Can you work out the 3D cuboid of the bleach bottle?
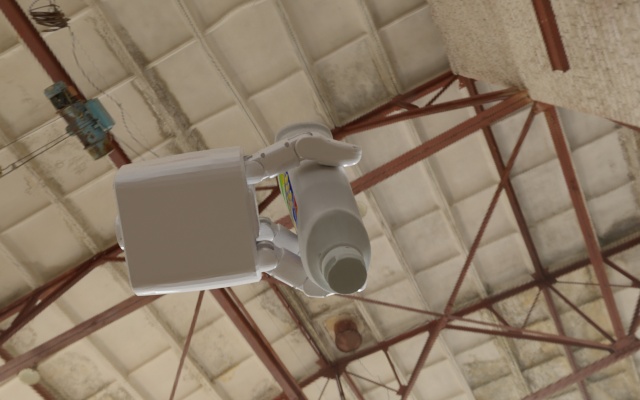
[{"bbox_3d":[0.000,0.002,0.439,0.068,0.103,0.250,-7,21,-6],"label":"bleach bottle"}]
